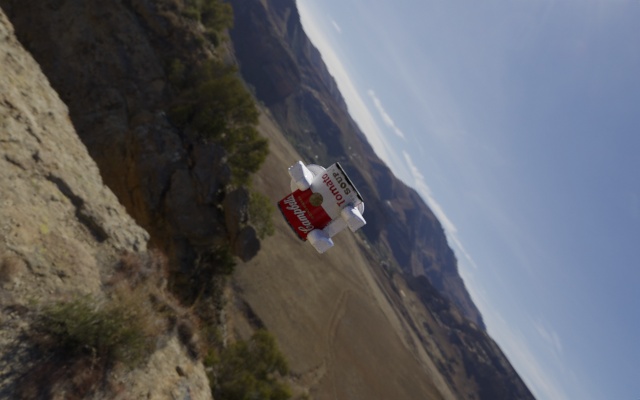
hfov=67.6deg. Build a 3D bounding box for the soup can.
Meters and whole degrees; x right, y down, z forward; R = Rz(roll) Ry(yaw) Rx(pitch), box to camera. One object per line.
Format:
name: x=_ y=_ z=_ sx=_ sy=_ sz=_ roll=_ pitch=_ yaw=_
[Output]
soup can: x=0.000 y=0.002 z=0.663 sx=0.102 sy=0.068 sz=0.068 roll=-34 pitch=-3 yaw=5
